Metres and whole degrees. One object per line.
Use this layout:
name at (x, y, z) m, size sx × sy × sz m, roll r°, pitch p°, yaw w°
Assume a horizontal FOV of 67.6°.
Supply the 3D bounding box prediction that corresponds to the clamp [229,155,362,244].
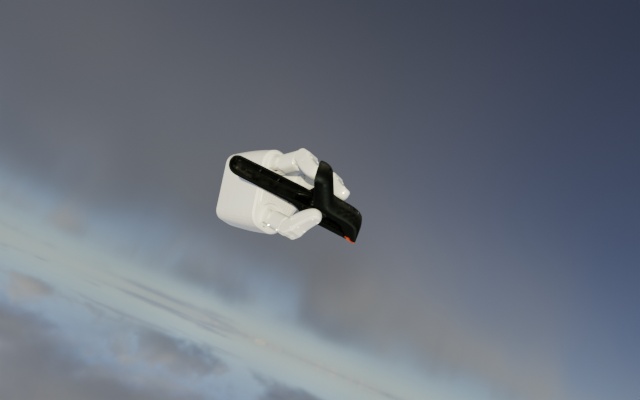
clamp at (0.000, 0.003, 0.623) m, size 0.164 × 0.036 × 0.210 m, roll 5°, pitch -25°, yaw 48°
